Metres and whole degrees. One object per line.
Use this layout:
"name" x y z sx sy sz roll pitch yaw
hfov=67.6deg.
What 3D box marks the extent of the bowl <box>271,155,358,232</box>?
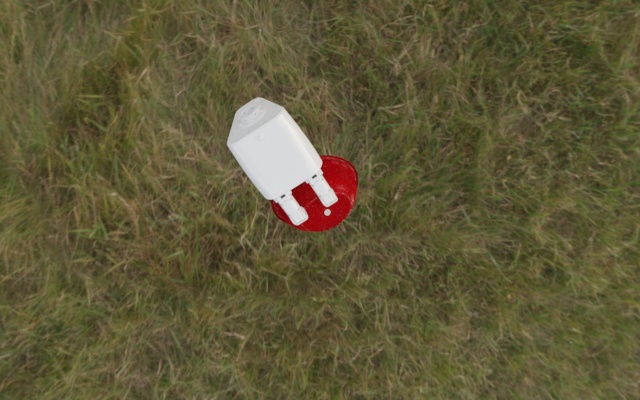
"bowl" 0.001 0.003 0.814 0.162 0.162 0.055 0 42 -28
